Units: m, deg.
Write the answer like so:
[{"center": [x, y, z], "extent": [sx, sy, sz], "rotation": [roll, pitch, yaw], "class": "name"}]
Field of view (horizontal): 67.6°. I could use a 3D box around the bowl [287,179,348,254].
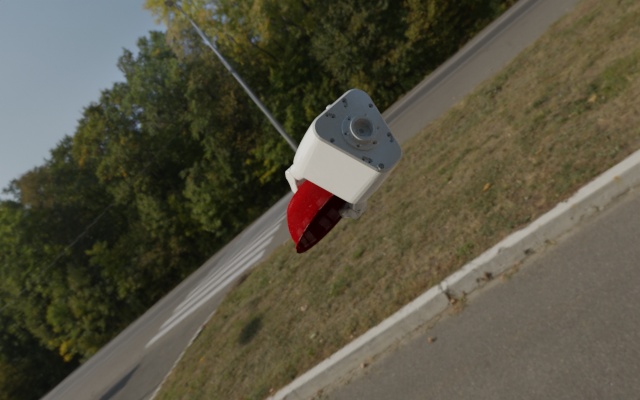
[{"center": [-0.001, 0.003, 0.723], "extent": [0.055, 0.162, 0.162], "rotation": [40, 11, 14], "class": "bowl"}]
